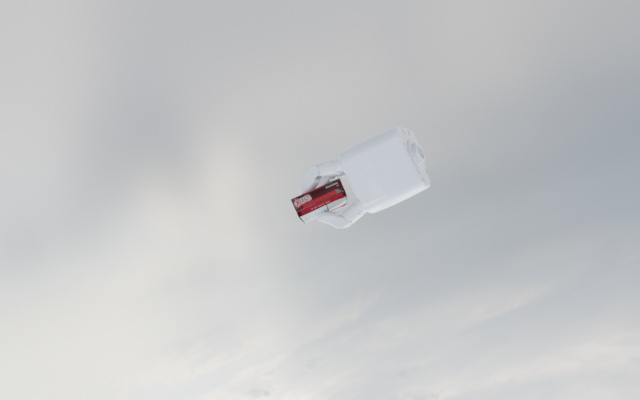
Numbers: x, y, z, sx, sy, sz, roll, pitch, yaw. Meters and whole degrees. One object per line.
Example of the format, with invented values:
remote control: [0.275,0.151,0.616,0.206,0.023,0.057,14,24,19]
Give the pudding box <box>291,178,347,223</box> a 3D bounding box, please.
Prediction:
pudding box: [0.000,0.003,0.838,0.090,0.039,0.113,-23,-10,0]
